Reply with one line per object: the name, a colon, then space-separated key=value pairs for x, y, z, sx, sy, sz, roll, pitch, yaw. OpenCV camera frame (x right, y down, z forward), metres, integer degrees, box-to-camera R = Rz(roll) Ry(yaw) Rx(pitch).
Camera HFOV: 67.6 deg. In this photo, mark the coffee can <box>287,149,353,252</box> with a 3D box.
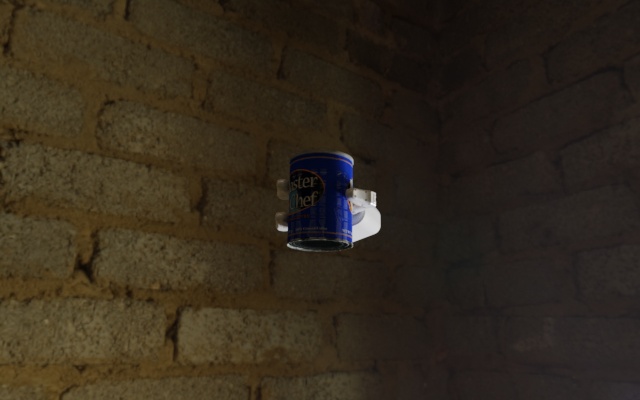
coffee can: x=0.000 y=0.002 z=0.748 sx=0.103 sy=0.140 sz=0.103 roll=1 pitch=-16 yaw=0
